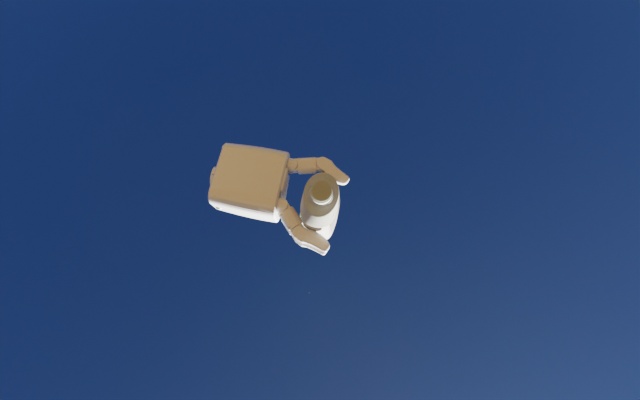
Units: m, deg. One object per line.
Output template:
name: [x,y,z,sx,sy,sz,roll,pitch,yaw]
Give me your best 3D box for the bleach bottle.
bleach bottle: [0.000,0.003,0.758,0.068,0.102,0.251,11,-11,1]
